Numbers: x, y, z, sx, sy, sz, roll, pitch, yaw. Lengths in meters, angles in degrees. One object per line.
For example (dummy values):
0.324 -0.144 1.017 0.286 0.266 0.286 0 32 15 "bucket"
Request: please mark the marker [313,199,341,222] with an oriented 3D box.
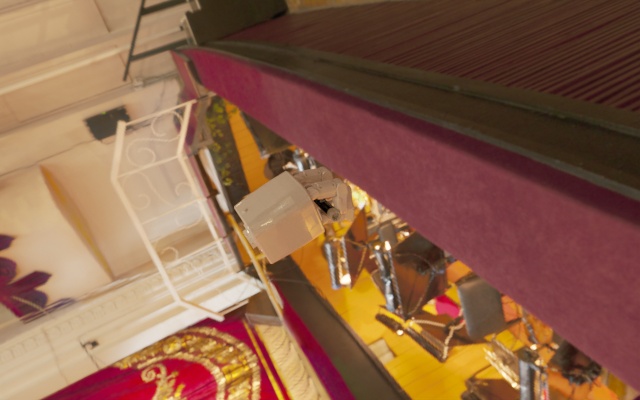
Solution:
0.000 0.003 0.811 0.020 0.020 0.121 0 22 -27 "marker"
